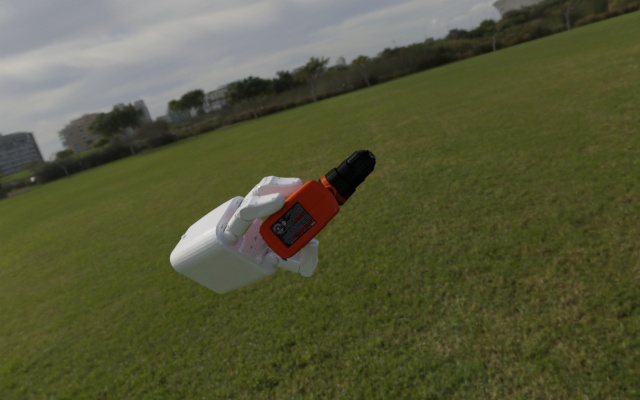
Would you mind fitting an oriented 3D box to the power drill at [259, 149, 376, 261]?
[{"bbox_3d":[0.000,0.002,0.658,0.184,0.057,0.187,-45,-3,13],"label":"power drill"}]
